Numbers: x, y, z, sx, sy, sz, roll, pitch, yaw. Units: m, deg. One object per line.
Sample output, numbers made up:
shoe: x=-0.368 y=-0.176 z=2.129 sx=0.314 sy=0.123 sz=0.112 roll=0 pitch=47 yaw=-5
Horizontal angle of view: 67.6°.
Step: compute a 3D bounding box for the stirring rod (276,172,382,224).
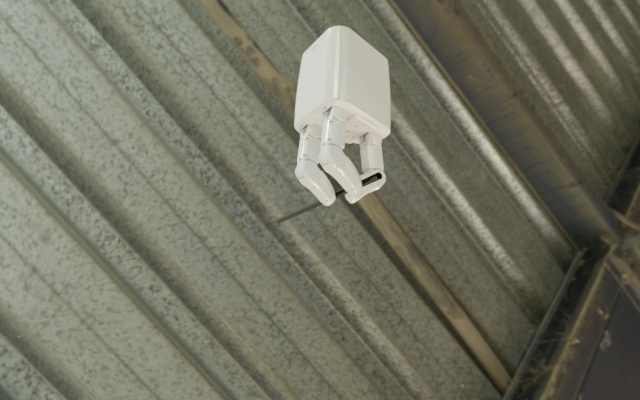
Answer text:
stirring rod: x=0.000 y=0.002 z=0.606 sx=0.011 sy=0.011 sz=0.239 roll=0 pitch=-14 yaw=-32
